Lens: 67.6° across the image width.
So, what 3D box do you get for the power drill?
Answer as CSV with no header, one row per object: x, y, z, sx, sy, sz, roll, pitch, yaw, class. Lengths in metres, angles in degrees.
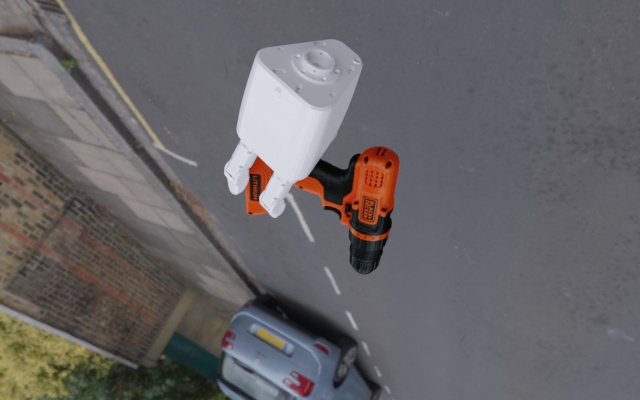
0.000,0.002,0.605,0.187,0.185,0.057,14,35,13,power drill
